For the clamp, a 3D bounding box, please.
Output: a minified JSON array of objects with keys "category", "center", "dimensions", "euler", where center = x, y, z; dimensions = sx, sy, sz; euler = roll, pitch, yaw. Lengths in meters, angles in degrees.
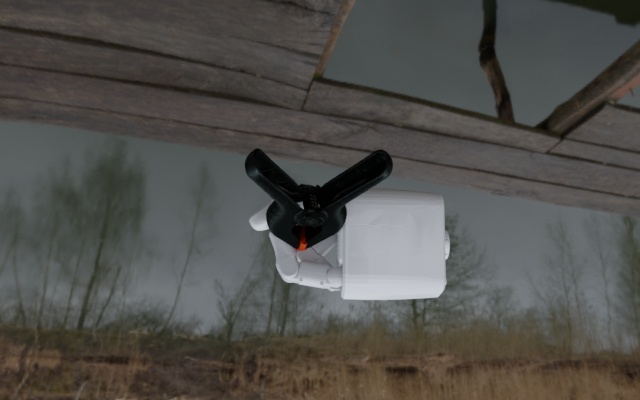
[{"category":"clamp","center":[0.000,0.002,0.446],"dimensions":[0.120,0.039,0.171],"euler":[1,-25,0]}]
